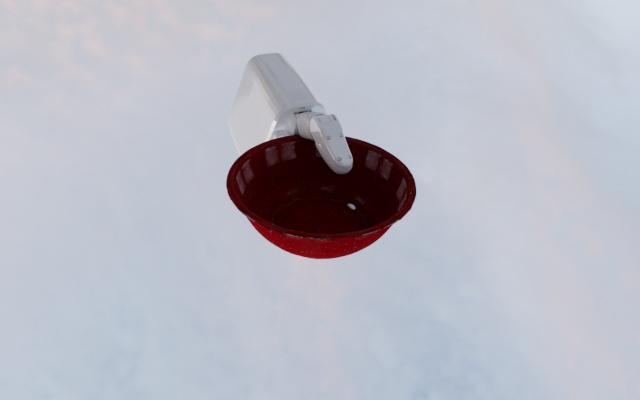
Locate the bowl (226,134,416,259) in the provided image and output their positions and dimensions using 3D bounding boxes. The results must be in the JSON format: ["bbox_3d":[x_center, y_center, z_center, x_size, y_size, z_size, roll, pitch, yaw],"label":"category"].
[{"bbox_3d":[0.000,0.003,0.422,0.162,0.055,0.162,2,35,-1],"label":"bowl"}]
